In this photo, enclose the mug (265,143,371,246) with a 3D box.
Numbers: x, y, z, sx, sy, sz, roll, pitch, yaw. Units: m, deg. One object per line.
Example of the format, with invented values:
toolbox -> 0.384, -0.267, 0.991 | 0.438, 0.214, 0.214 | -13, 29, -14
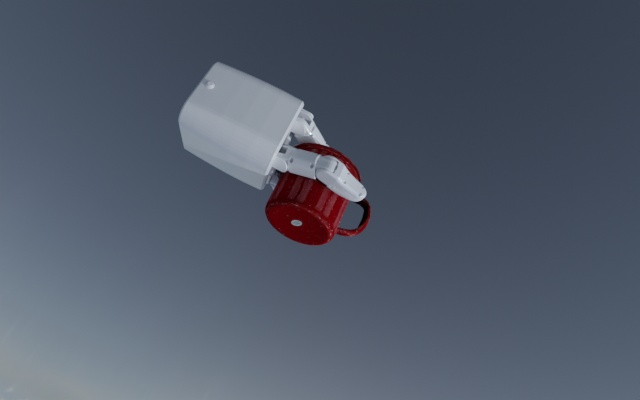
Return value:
mug -> 0.001, 0.003, 0.536 | 0.117, 0.081, 0.093 | 26, -32, -3
